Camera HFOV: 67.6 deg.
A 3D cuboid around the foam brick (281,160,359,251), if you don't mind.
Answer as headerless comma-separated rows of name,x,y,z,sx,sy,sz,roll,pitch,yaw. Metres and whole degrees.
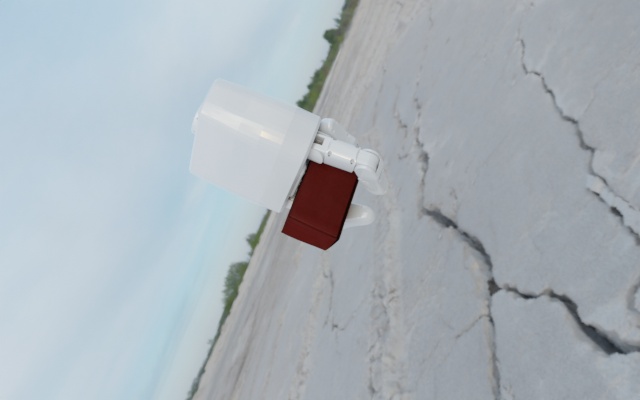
foam brick,0.000,0.002,0.472,0.051,0.078,0.053,22,-24,-6
